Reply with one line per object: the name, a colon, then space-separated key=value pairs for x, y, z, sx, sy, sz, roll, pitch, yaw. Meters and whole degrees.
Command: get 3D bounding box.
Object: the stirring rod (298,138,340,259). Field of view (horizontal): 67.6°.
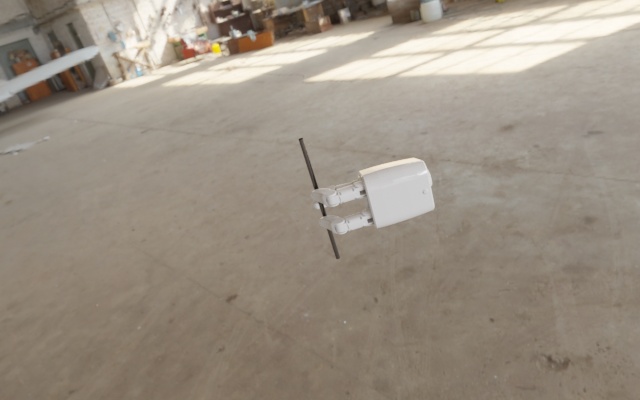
stirring rod: x=0.000 y=0.003 z=0.835 sx=0.011 sy=0.240 sz=0.011 roll=-14 pitch=25 yaw=7
